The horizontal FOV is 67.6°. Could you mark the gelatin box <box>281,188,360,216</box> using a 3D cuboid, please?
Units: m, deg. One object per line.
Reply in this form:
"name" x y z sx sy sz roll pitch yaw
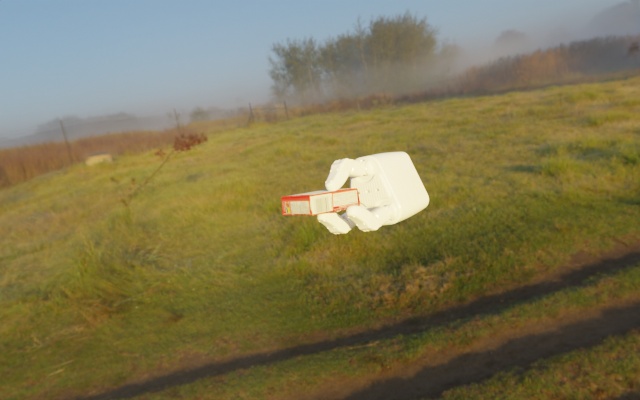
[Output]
"gelatin box" 0.000 0.002 0.683 0.089 0.030 0.073 -9 5 -37
